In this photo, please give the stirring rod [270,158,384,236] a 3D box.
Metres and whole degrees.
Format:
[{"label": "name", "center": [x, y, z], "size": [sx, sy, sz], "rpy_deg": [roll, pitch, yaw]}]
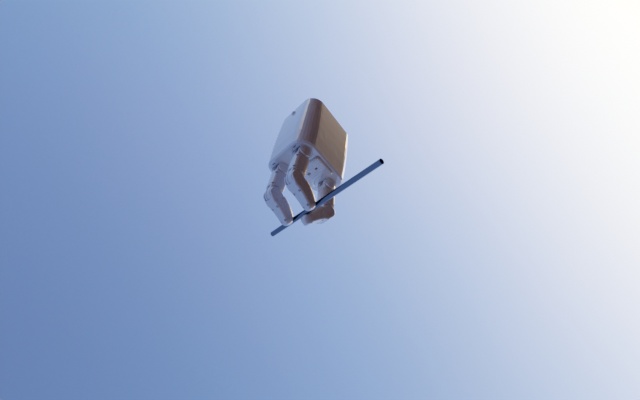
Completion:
[{"label": "stirring rod", "center": [0.000, 0.002, 0.662], "size": [0.011, 0.011, 0.239], "rpy_deg": [0, -25, -43]}]
